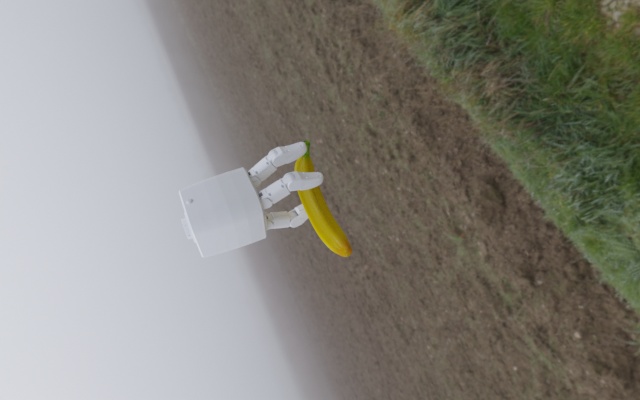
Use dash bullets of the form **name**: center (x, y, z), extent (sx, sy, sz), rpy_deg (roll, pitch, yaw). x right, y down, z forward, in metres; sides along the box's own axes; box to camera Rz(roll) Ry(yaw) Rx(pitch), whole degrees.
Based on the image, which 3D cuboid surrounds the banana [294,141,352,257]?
- **banana**: center (-0.004, 0.007, 0.744), extent (0.037, 0.197, 0.070), rpy_deg (-17, -21, -15)
